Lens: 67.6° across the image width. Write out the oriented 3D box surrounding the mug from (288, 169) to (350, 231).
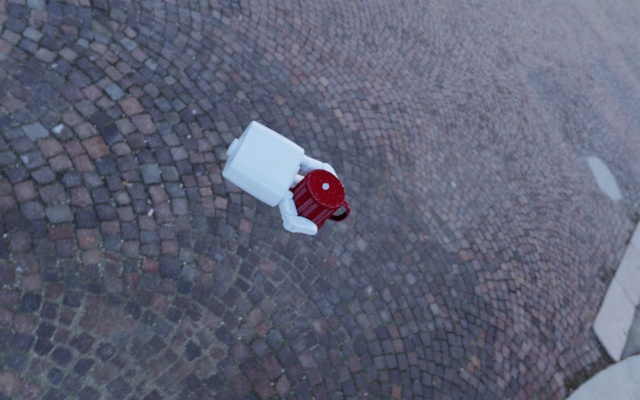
[{"bbox_3d":[0.001,0.003,0.848,0.117,0.093,0.081,29,-42,-18],"label":"mug"}]
